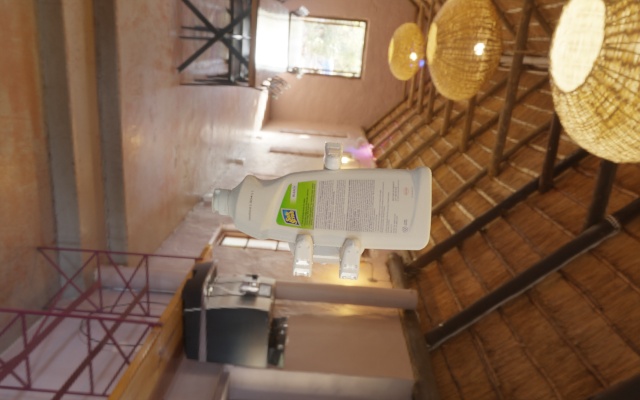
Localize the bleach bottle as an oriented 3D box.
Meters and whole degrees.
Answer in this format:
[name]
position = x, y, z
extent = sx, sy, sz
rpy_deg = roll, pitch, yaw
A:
[bleach bottle]
position = 0.000, 0.002, 0.568
extent = 0.251, 0.102, 0.068
rpy_deg = 5, -13, -1
